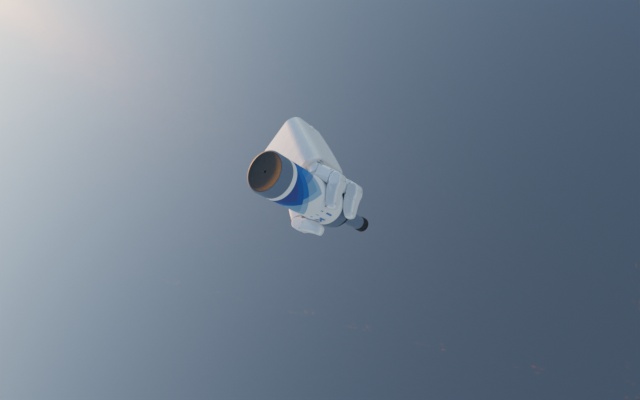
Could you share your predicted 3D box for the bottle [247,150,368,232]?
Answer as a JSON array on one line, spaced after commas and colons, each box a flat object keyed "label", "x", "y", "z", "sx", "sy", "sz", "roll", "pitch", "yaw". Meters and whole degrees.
[{"label": "bottle", "x": 0.000, "y": 0.003, "z": 0.794, "sx": 0.069, "sy": 0.069, "sz": 0.296, "roll": 0, "pitch": -17, "yaw": 34}]
